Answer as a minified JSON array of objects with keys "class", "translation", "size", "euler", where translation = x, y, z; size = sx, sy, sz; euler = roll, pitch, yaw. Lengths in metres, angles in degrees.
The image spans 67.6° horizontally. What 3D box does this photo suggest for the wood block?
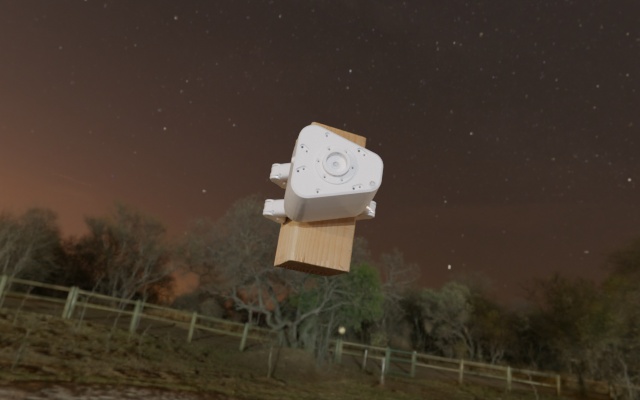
[{"class":"wood block","translation":[0.001,0.002,0.718],"size":[0.091,0.206,0.090],"euler":[14,-18,-17]}]
